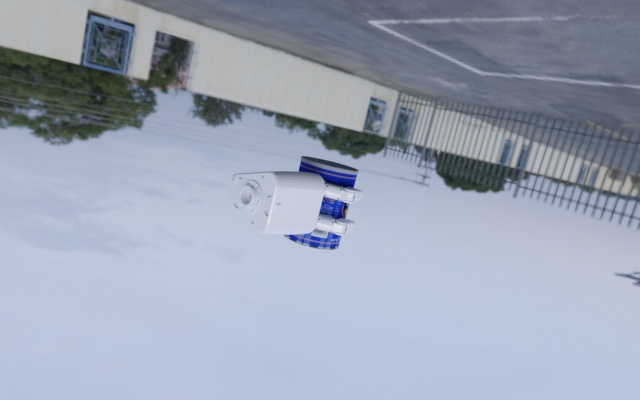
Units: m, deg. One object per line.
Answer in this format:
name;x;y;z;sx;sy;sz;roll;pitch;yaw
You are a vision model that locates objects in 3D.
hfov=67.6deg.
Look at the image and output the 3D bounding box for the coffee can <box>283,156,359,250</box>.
coffee can;0.000;0.003;0.832;0.103;0.140;0.103;14;9;-2
